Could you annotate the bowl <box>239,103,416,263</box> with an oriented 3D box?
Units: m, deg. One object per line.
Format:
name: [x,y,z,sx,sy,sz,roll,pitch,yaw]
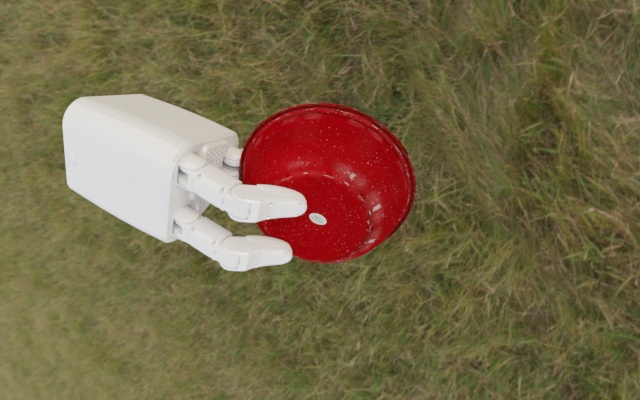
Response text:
bowl: [0.001,0.002,0.412,0.162,0.162,0.055,0,35,11]
